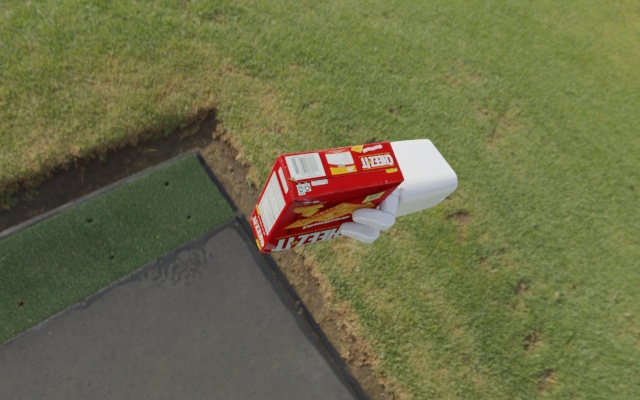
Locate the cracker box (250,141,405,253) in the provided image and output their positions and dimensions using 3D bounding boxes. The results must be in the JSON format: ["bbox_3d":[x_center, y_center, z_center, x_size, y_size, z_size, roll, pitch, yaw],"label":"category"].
[{"bbox_3d":[0.000,0.002,0.700,0.164,0.072,0.214,-10,-21,-23],"label":"cracker box"}]
